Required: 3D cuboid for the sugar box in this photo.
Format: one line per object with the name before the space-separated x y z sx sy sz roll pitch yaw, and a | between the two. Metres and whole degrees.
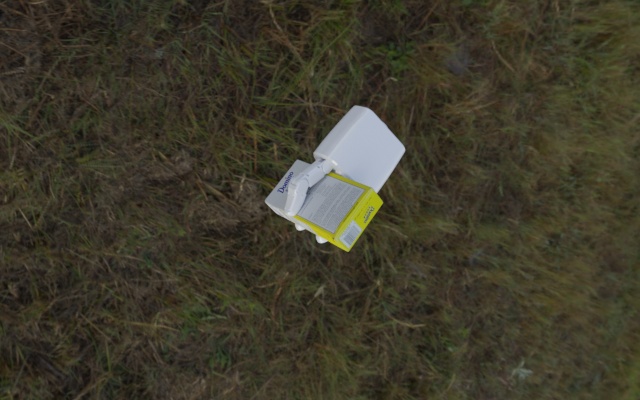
sugar box | 0.001 0.003 0.733 0.176 0.093 0.048 25 -17 48
